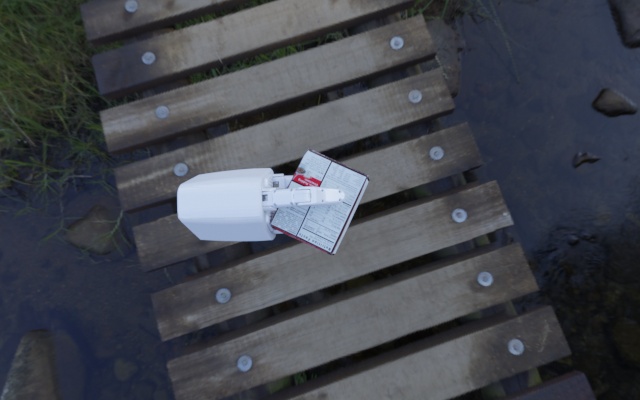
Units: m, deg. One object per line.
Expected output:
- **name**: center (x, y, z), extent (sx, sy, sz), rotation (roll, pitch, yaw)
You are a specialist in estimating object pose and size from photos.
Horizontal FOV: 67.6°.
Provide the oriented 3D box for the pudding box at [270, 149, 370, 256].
- **pudding box**: center (0.000, 0.002, 0.612), extent (0.090, 0.113, 0.039), rotation (25, -1, 8)
